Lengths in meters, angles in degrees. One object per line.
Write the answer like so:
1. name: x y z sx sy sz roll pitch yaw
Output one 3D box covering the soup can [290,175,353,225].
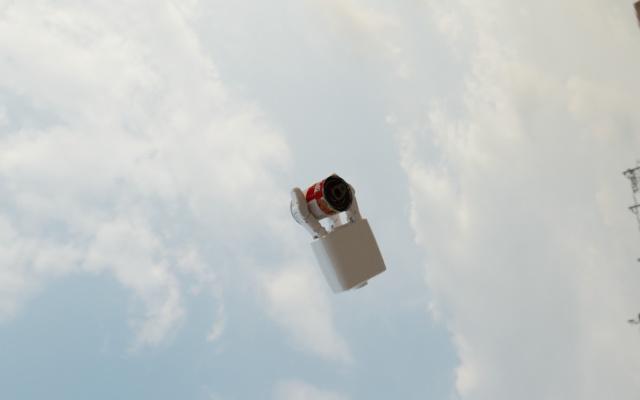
1. soup can: 0.000 0.003 0.871 0.068 0.068 0.102 0 -18 -40
